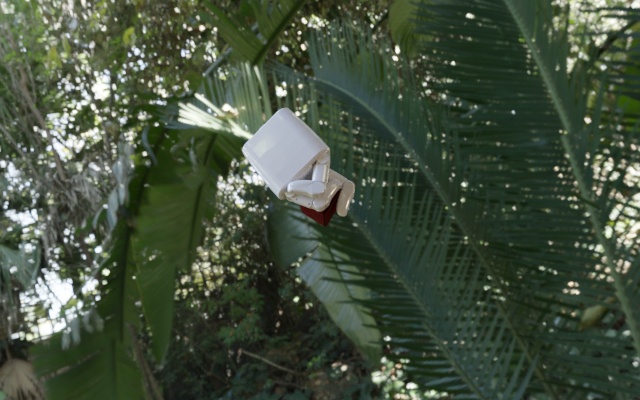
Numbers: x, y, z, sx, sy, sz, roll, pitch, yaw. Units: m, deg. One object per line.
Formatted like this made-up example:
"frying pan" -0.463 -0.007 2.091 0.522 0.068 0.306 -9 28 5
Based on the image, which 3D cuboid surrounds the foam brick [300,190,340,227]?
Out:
"foam brick" 0.000 0.003 0.826 0.051 0.053 0.078 30 -15 11
